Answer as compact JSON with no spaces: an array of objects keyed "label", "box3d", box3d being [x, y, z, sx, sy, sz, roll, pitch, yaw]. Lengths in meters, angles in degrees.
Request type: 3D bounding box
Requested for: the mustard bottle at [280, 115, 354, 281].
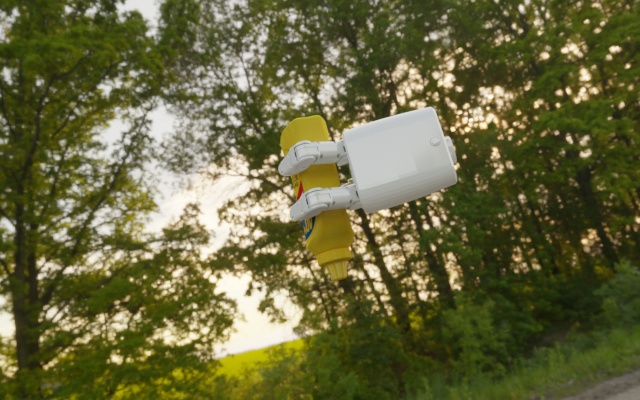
[{"label":"mustard bottle","box3d":[0.000,0.002,0.578,0.058,0.191,0.096,-11,-15,-15]}]
